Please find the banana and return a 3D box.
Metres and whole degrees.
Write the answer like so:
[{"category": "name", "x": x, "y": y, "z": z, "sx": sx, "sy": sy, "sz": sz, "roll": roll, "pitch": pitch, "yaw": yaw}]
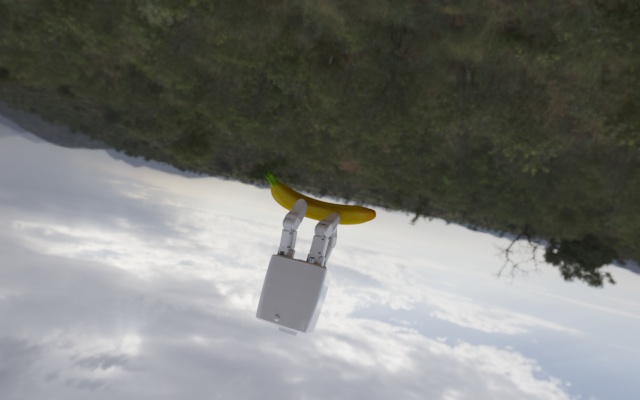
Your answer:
[{"category": "banana", "x": -0.004, "y": 0.010, "z": 0.817, "sx": 0.198, "sy": 0.037, "sz": 0.070, "roll": 19, "pitch": -26, "yaw": 4}]
